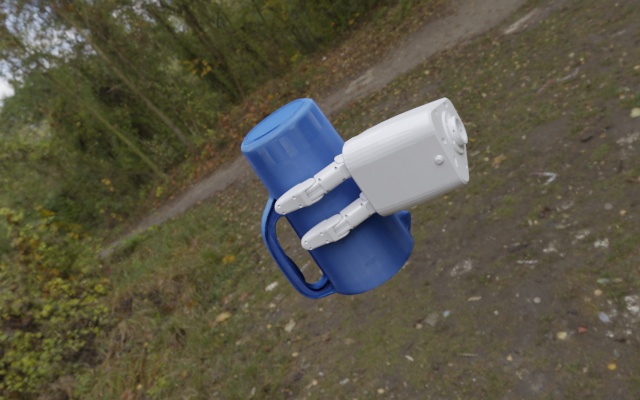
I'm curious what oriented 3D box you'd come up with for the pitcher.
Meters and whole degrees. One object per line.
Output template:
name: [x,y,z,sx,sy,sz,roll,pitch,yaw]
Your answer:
pitcher: [0.000,0.002,0.618,0.145,0.243,0.149,-21,25,33]
